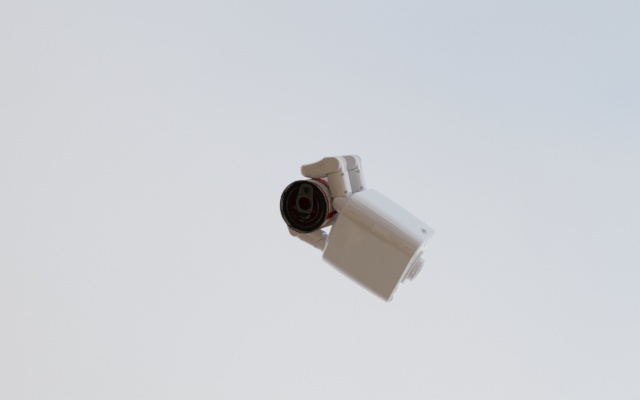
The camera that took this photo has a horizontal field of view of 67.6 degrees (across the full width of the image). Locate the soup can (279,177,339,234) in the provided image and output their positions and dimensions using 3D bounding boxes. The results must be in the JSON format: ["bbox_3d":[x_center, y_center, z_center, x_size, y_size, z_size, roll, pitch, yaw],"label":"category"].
[{"bbox_3d":[0.000,0.002,0.638,0.068,0.068,0.102,0,7,26],"label":"soup can"}]
